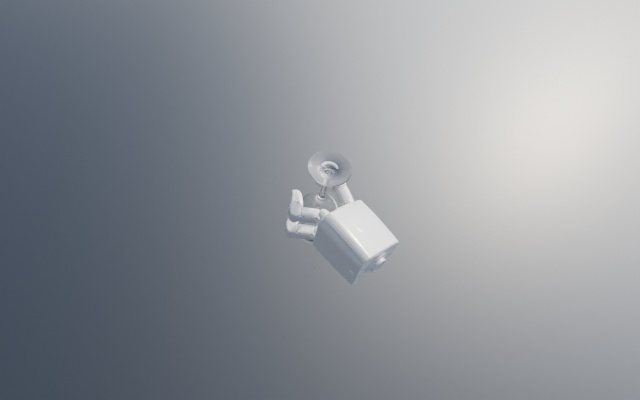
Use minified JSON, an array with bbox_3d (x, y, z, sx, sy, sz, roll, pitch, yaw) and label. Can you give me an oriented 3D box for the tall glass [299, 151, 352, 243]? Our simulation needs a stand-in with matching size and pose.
[{"bbox_3d":[0.000,0.002,0.866,0.079,0.079,0.201,0,-34,-11],"label":"tall glass"}]
